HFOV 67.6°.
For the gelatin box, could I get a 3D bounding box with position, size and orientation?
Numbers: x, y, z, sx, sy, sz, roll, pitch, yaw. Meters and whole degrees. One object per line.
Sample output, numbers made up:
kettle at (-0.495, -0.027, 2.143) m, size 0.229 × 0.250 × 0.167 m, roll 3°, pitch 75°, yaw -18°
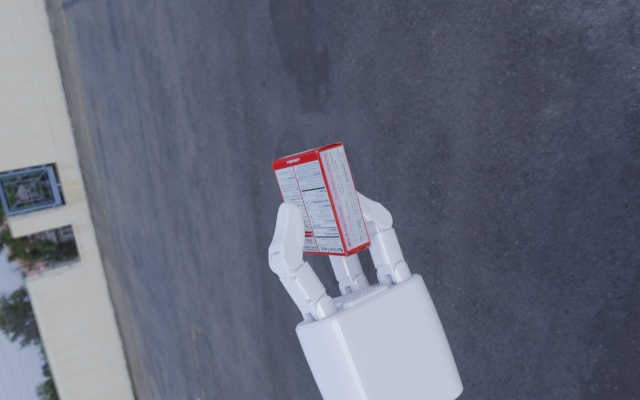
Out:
gelatin box at (0.000, 0.001, 0.402) m, size 0.030 × 0.089 × 0.073 m, roll -22°, pitch 8°, yaw -33°
